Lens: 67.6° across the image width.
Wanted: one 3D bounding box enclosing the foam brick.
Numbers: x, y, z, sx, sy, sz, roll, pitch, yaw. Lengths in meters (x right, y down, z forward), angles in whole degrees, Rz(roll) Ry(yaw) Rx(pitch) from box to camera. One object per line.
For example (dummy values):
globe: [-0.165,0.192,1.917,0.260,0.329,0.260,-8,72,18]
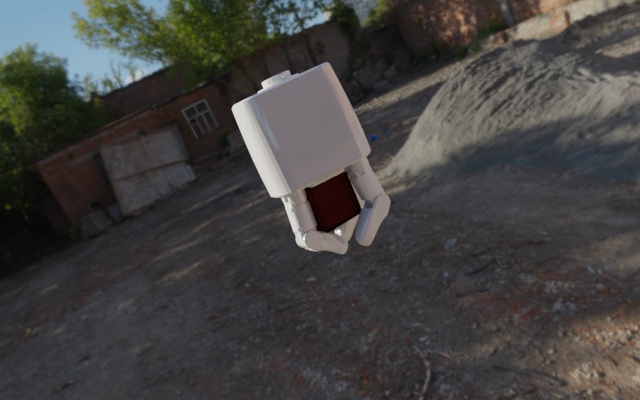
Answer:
foam brick: [0.000,0.002,0.546,0.053,0.051,0.078,-30,12,-27]
